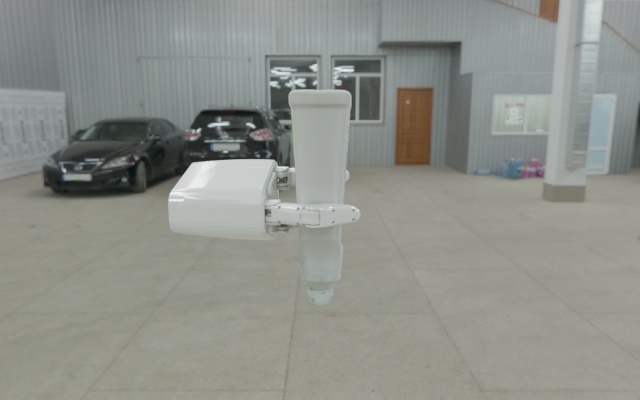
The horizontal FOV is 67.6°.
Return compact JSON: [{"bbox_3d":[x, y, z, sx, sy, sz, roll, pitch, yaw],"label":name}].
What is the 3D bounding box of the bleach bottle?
[{"bbox_3d":[0.000,0.002,0.555,0.068,0.251,0.102,1,11,3],"label":"bleach bottle"}]
